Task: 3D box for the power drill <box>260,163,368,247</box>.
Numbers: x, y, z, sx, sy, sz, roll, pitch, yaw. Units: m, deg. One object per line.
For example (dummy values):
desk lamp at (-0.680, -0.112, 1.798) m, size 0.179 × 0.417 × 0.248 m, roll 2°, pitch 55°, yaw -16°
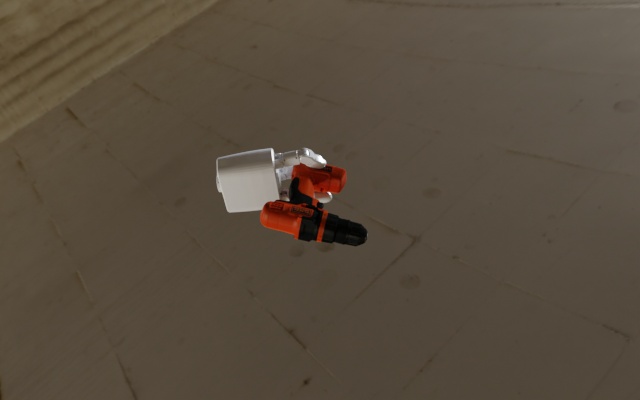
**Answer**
power drill at (0.000, 0.003, 0.862) m, size 0.184 × 0.057 × 0.187 m, roll 14°, pitch 34°, yaw 1°
